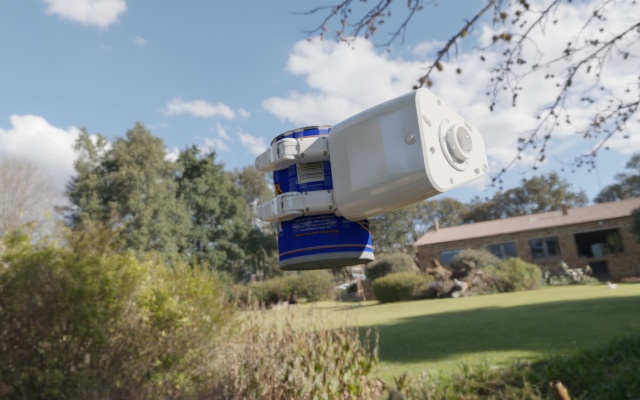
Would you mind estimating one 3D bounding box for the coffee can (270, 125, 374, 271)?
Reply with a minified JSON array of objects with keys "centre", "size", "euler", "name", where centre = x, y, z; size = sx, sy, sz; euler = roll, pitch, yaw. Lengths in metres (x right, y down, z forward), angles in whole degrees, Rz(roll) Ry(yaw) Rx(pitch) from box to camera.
[{"centre":[0.000,0.002,0.527],"size":[0.103,0.140,0.103],"euler":[-5,-13,-1],"name":"coffee can"}]
